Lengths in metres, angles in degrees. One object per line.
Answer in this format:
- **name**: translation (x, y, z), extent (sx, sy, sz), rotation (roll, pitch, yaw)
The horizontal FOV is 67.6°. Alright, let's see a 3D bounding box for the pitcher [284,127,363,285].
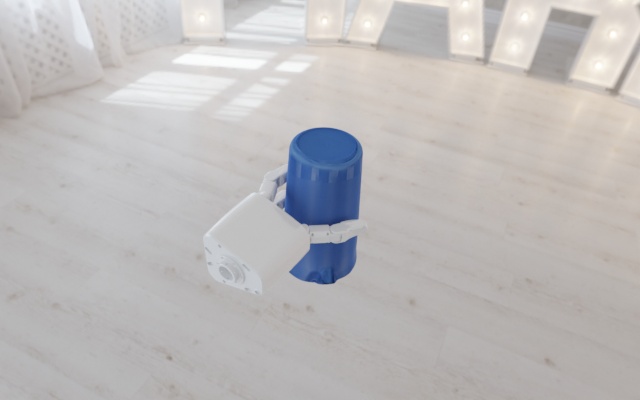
- **pitcher**: translation (0.000, 0.003, 0.774), extent (0.149, 0.243, 0.145), rotation (27, 46, 24)
